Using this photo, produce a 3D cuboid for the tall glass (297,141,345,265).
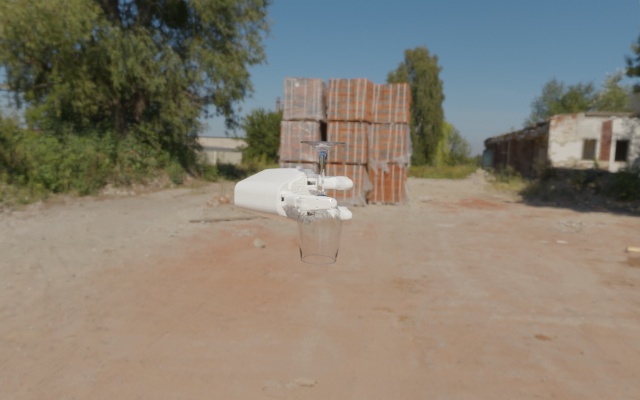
[{"bbox_3d":[0.000,0.002,0.802,0.079,0.201,0.079,2,6,0],"label":"tall glass"}]
